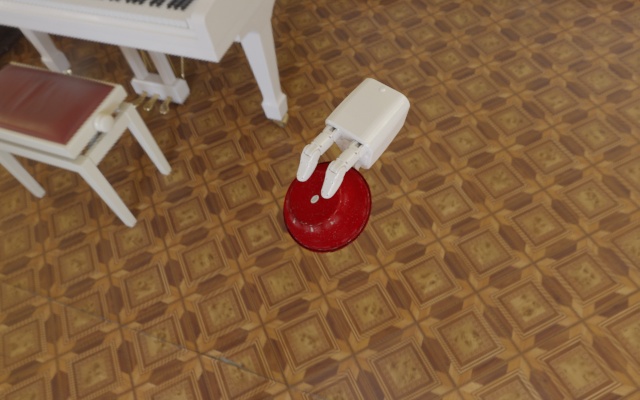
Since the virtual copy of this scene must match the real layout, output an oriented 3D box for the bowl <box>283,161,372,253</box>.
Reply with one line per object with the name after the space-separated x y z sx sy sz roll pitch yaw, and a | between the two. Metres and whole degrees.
-0.001 0.004 0.785 0.162 0.162 0.055 0 -15 23 | bowl
